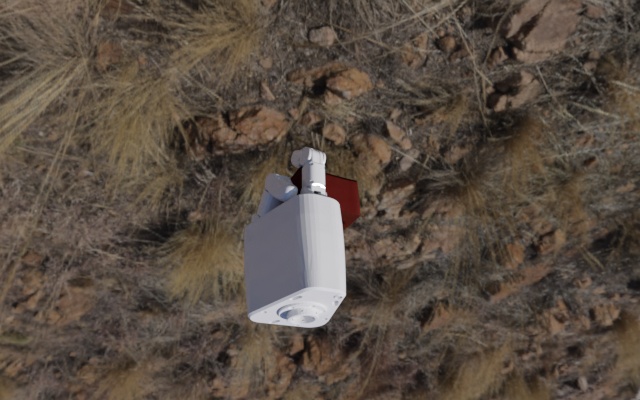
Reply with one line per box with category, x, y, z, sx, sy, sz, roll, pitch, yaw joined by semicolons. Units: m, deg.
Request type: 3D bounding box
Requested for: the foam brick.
foam brick;0.000;0.002;0.561;0.078;0.051;0.053;13;-37;-27
